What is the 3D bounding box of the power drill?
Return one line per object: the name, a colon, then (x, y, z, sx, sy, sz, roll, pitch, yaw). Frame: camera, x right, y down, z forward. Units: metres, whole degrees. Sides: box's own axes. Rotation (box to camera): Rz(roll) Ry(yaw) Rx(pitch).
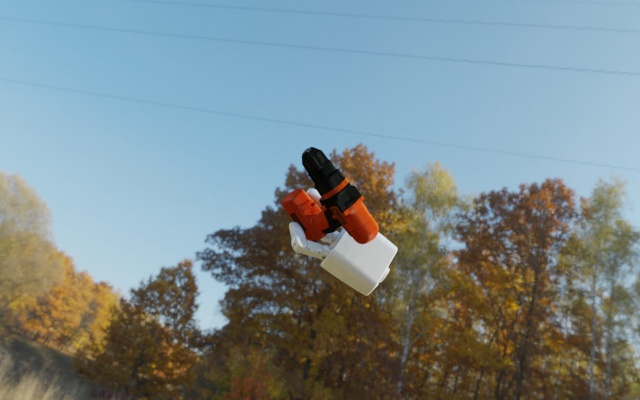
power drill: (0.000, 0.003, 0.839, 0.057, 0.184, 0.188, -39, 9, -25)
